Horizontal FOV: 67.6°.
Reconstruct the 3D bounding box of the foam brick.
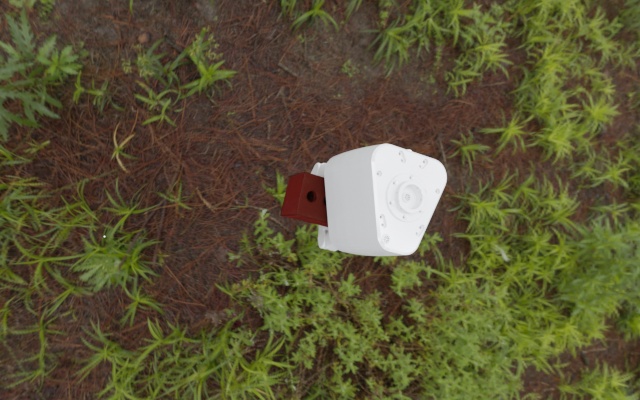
[{"bbox_3d":[0.000,0.002,0.578,0.078,0.053,0.051,15,-9,-22],"label":"foam brick"}]
